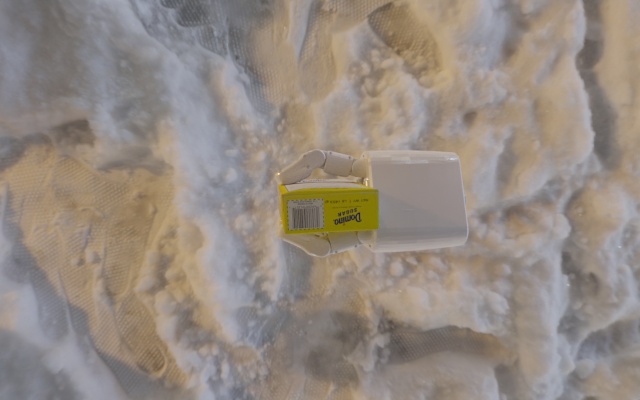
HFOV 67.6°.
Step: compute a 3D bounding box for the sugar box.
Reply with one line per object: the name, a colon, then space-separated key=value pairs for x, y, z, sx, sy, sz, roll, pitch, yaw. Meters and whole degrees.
sugar box: x=0.000 y=0.002 z=0.531 sx=0.093 sy=0.048 sz=0.176 roll=-2 pitch=4 yaw=-6
